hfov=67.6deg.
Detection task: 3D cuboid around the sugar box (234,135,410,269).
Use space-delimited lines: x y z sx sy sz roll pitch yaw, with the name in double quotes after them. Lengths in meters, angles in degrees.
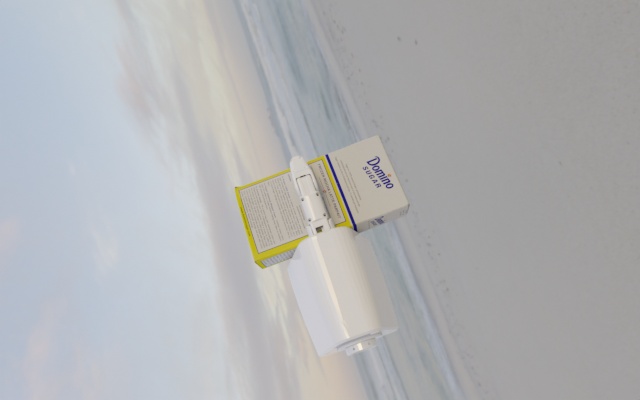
0.000 0.002 0.536 0.176 0.093 0.048 -19 -20 -2 "sugar box"
